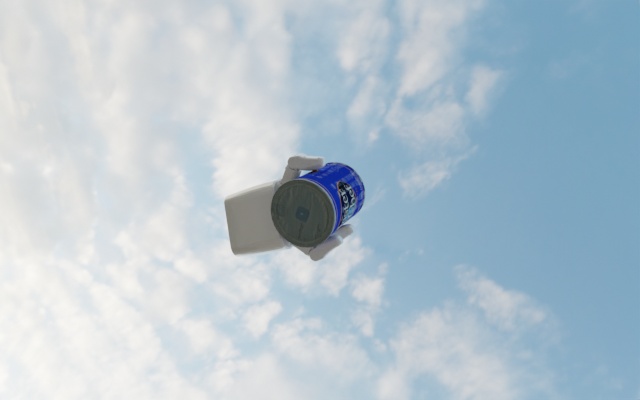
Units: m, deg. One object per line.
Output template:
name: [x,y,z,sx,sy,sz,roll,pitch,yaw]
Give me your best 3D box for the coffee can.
coffee can: [0.000,0.002,0.748,0.103,0.103,0.140,0,15,24]
